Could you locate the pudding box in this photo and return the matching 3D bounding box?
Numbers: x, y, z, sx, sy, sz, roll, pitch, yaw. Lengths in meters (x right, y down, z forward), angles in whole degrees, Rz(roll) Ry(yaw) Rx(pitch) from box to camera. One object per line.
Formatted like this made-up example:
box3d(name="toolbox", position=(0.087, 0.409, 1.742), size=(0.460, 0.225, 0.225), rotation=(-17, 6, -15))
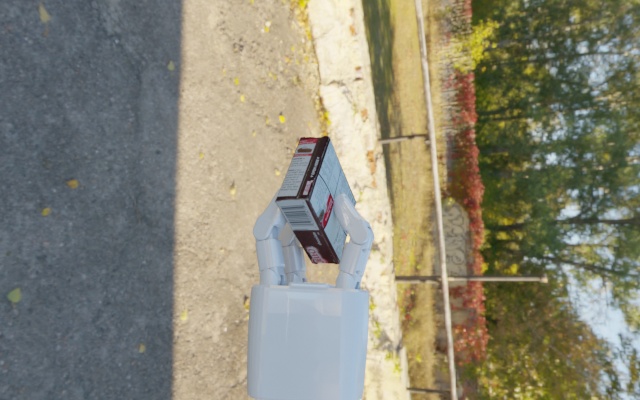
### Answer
box3d(name="pudding box", position=(0.000, 0.002, 0.511), size=(0.039, 0.090, 0.114), rotation=(0, -40, 22))
